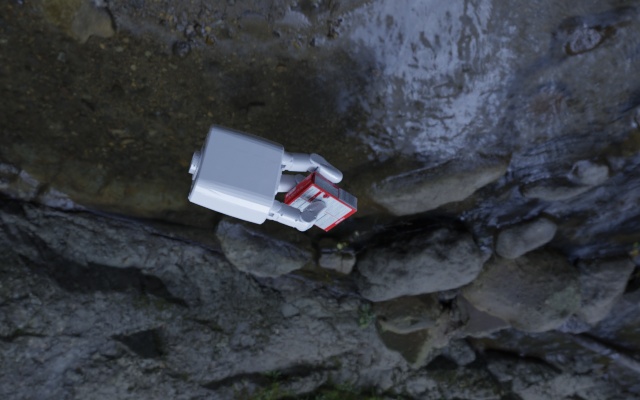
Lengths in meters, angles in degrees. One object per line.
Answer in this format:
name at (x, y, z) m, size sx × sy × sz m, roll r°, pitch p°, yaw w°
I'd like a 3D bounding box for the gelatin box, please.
gelatin box at (0.000, 0.003, 0.730) m, size 0.089 × 0.030 × 0.073 m, roll 31°, pitch -47°, yaw -25°
